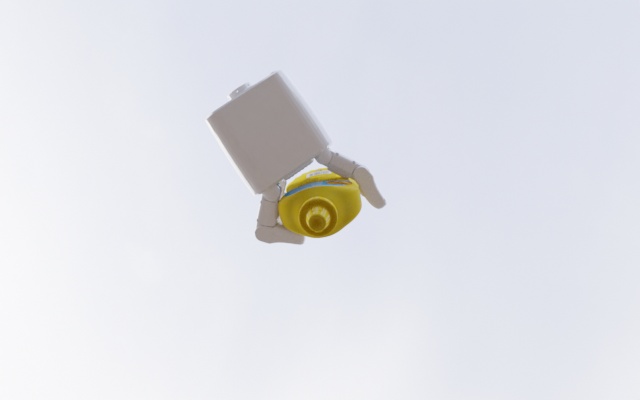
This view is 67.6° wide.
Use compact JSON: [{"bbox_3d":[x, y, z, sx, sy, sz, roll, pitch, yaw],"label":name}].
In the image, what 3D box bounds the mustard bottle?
[{"bbox_3d":[0.000,0.002,0.565,0.096,0.058,0.191,-8,11,4],"label":"mustard bottle"}]
